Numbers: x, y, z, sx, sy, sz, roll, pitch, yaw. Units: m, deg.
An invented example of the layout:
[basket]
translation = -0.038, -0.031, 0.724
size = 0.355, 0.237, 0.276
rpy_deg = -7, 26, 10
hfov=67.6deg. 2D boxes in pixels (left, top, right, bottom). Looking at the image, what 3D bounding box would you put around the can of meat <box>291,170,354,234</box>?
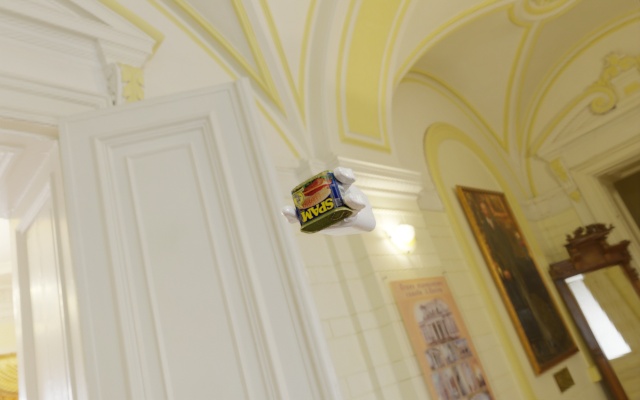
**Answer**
[can of meat]
translation = 0.000, 0.003, 0.891
size = 0.102, 0.084, 0.057
rpy_deg = -27, -24, 24
